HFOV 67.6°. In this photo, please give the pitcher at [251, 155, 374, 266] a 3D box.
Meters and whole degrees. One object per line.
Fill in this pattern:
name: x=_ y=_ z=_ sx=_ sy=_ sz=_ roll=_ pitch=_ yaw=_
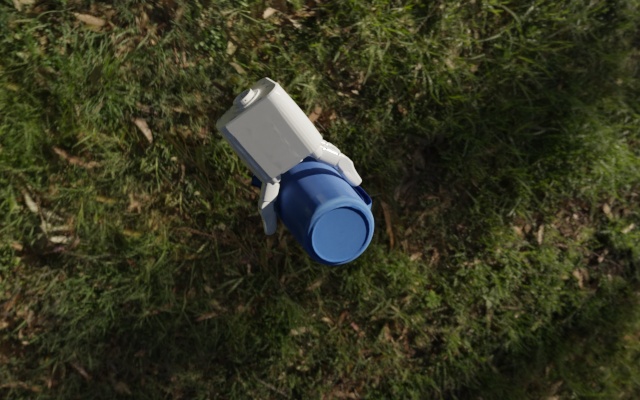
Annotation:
pitcher: x=0.000 y=0.002 z=0.770 sx=0.149 sy=0.145 sz=0.242 roll=-38 pitch=30 yaw=-2
